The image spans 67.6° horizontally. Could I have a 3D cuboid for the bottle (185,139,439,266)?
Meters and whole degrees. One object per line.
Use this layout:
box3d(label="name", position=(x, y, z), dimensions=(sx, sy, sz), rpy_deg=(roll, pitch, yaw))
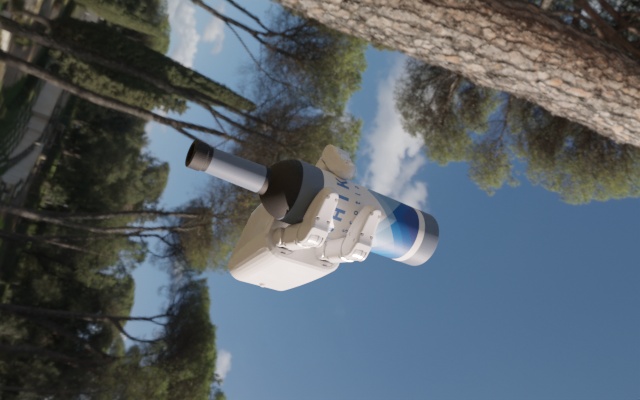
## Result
box3d(label="bottle", position=(0.000, 0.002, 0.514), dimensions=(0.296, 0.069, 0.069), rpy_deg=(21, -10, -29))
